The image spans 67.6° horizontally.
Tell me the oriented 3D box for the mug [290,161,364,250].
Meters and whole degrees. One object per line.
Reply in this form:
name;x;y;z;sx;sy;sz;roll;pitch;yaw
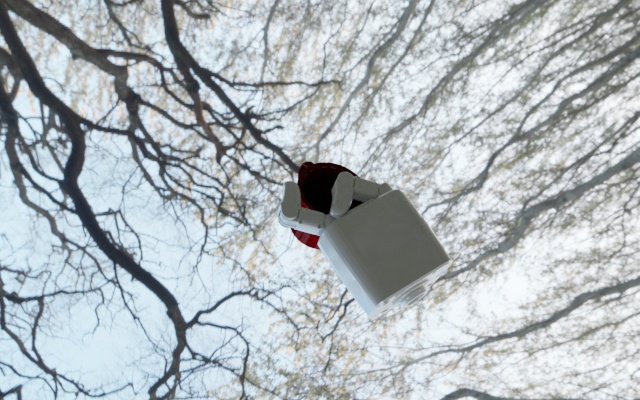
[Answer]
mug;-0.001;0.001;0.627;0.093;0.117;0.082;-17;-30;-29
